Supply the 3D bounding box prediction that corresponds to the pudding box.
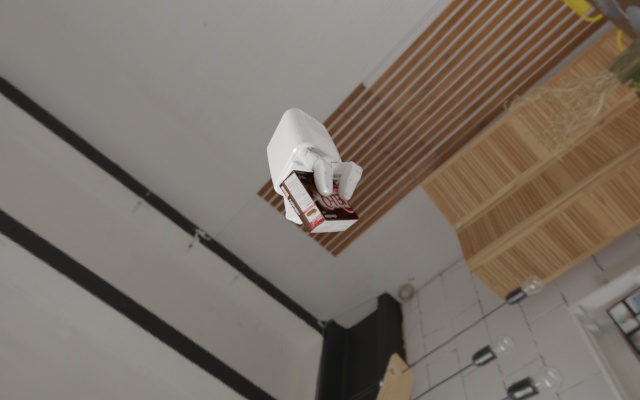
[{"bbox_3d":[0.000,0.002,0.711,0.039,0.090,0.113,-43,-20,24],"label":"pudding box"}]
